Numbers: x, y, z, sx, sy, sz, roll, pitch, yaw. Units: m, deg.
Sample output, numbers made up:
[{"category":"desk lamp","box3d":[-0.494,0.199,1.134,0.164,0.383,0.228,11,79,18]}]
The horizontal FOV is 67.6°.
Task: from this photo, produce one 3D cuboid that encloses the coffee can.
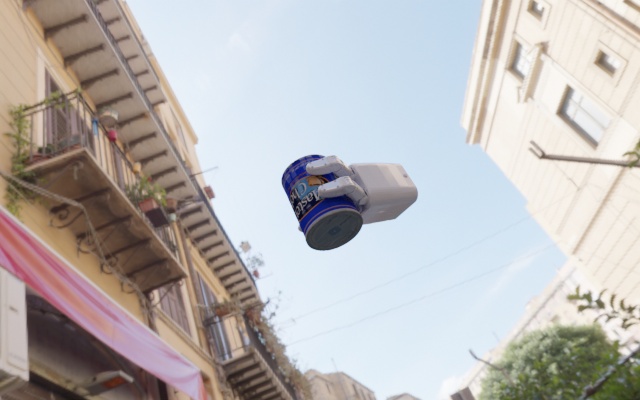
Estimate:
[{"category":"coffee can","box3d":[0.000,0.003,0.838,0.103,0.140,0.103,-16,-38,-13]}]
